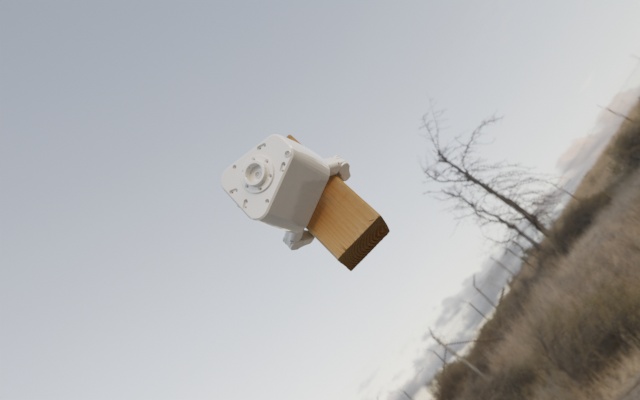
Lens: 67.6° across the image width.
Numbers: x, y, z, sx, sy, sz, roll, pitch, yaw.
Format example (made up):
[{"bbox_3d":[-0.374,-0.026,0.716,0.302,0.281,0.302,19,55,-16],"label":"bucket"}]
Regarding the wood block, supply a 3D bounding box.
[{"bbox_3d":[0.000,0.002,0.753,0.206,0.091,0.090,44,-2,26],"label":"wood block"}]
